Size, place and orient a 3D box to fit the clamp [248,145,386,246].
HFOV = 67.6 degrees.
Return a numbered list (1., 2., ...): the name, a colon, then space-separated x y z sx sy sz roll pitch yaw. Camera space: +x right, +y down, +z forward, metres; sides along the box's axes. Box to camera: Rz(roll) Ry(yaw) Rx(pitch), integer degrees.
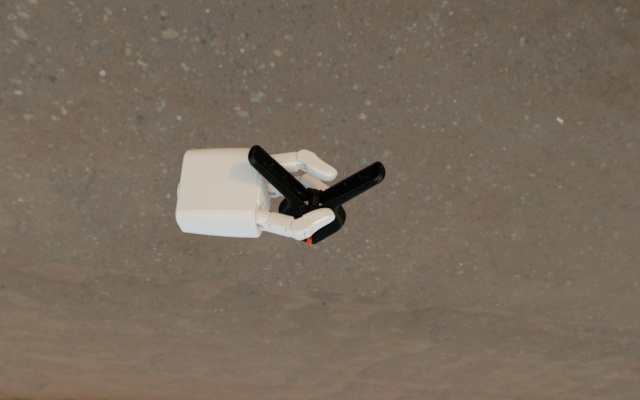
1. clamp: 0.000 0.003 0.640 0.164 0.036 0.210 5 -32 7
